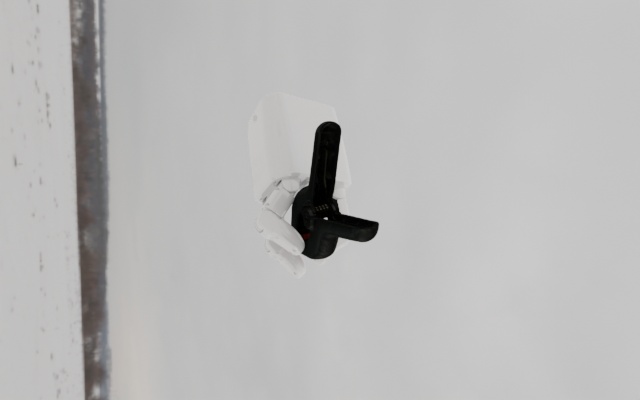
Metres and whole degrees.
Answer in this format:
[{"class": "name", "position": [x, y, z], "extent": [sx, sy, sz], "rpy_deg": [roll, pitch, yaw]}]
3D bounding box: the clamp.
[{"class": "clamp", "position": [0.001, 0.002, 0.488], "extent": [0.039, 0.120, 0.171], "rpy_deg": [-3, -18, -25]}]
